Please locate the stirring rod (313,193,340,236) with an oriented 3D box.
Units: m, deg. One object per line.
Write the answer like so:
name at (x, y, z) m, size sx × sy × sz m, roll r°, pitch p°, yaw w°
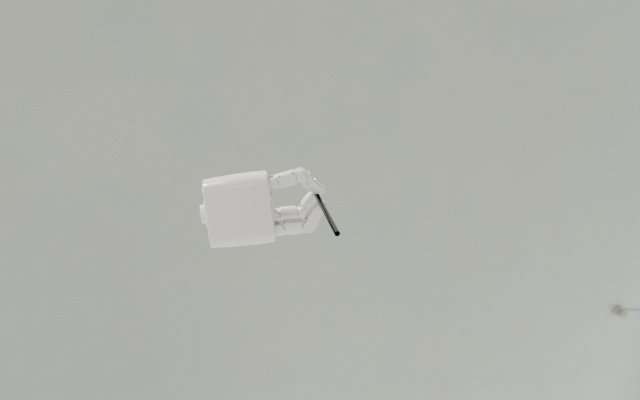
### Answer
stirring rod at (0.000, 0.003, 0.771) m, size 0.011 × 0.011 × 0.239 m, roll 0°, pitch 21°, yaw -12°
